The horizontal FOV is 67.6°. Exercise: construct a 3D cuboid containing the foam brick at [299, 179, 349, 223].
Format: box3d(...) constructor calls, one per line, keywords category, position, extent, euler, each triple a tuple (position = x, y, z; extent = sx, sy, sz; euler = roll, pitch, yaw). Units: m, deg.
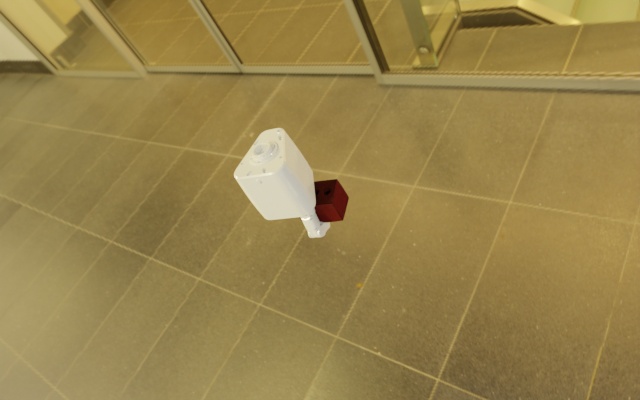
box3d(category="foam brick", position=(0.000, 0.003, 0.813), extent=(0.078, 0.053, 0.051), euler=(-7, -42, 25))
